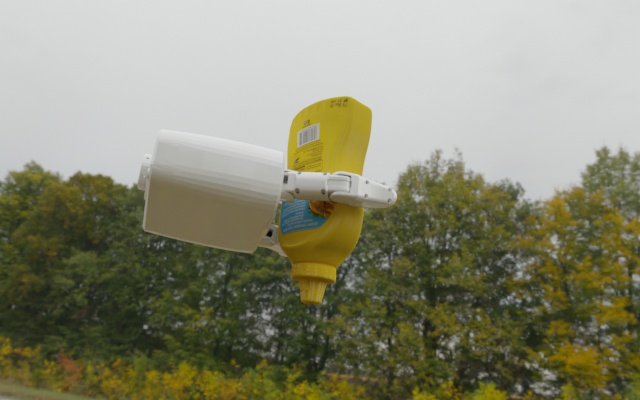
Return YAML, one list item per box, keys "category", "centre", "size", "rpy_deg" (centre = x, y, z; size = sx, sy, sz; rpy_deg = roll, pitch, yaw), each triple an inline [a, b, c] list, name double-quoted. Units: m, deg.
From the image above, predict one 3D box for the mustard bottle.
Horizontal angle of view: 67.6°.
- category: "mustard bottle"
  centre: [0.000, 0.001, 0.457]
  size: [0.058, 0.191, 0.096]
  rpy_deg: [22, -24, -39]
